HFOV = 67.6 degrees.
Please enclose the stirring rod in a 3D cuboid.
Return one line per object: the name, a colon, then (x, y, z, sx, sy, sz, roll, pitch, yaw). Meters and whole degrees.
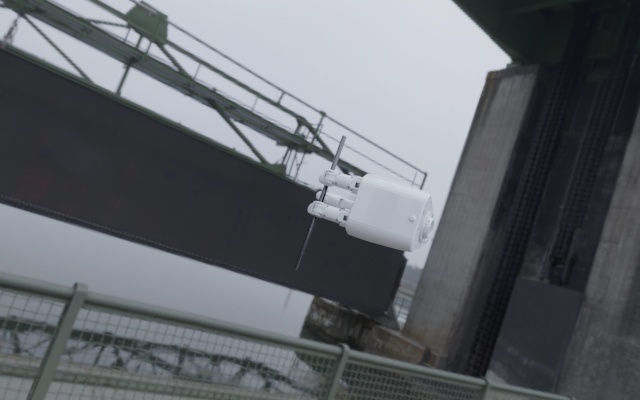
stirring rod: (0.000, 0.003, 0.805, 0.011, 0.239, 0.011, 20, -5, 2)
